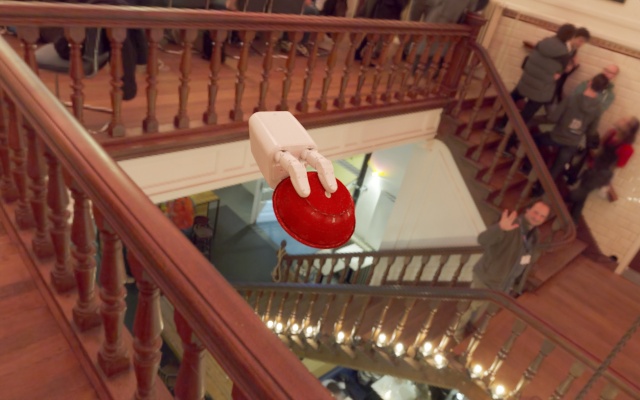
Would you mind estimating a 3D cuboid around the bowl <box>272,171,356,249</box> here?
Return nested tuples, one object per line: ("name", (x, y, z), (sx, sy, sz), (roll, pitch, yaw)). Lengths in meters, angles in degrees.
("bowl", (0.001, 0.003, 0.831), (0.162, 0.162, 0.055), (0, -34, -29))
